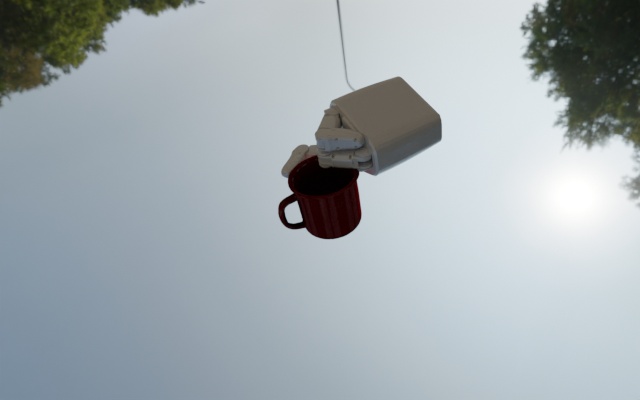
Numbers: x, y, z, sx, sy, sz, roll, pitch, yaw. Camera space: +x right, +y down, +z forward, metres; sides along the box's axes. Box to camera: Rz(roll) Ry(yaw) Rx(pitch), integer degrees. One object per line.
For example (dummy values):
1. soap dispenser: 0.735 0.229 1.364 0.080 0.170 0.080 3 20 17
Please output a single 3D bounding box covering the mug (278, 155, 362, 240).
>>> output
1. mug: -0.001 0.003 0.629 0.117 0.082 0.093 -26 41 -15
